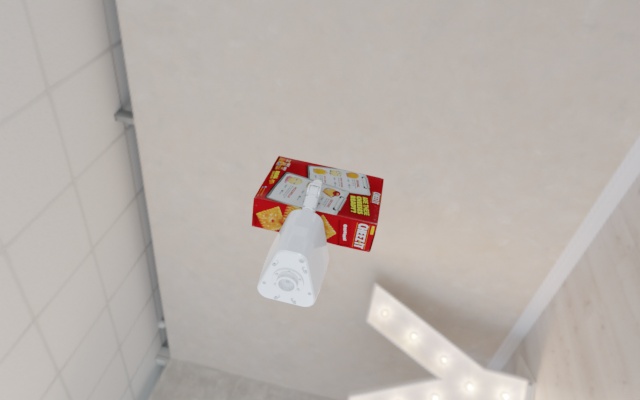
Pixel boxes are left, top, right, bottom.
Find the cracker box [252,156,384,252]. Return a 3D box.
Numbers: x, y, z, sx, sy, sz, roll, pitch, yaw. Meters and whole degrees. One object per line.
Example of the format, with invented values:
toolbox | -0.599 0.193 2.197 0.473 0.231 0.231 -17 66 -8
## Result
cracker box | 0.000 0.003 0.877 0.213 0.072 0.164 13 33 4
